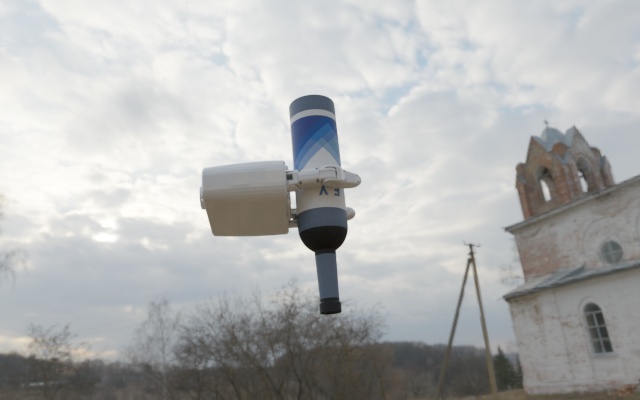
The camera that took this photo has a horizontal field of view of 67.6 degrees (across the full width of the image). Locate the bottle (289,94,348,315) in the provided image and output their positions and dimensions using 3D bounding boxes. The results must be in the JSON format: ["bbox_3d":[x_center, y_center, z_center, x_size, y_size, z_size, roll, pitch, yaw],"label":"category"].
[{"bbox_3d":[0.000,0.002,0.642,0.069,0.295,0.069,-5,-20,-2],"label":"bottle"}]
